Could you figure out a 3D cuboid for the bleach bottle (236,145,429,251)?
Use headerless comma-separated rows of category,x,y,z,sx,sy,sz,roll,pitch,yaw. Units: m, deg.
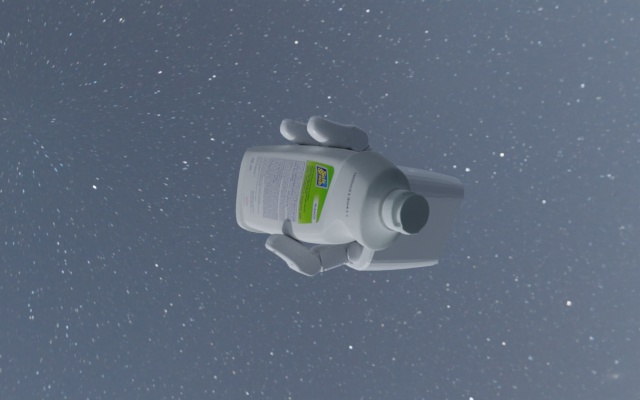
bleach bottle,0.000,0.001,0.443,0.068,0.102,0.251,2,7,-32
